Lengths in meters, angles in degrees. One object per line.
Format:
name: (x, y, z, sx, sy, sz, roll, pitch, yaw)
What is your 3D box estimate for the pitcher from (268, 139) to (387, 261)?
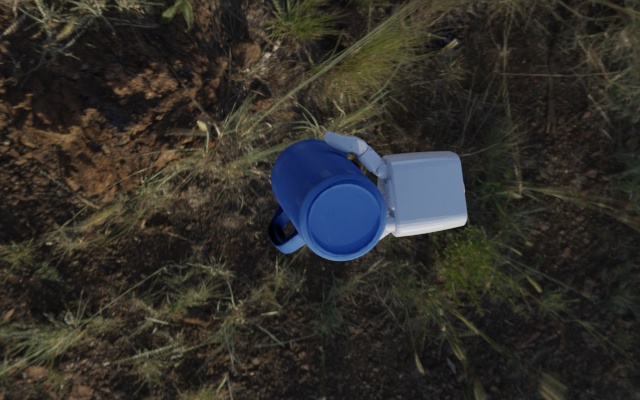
pitcher: (0.000, 0.002, 0.668, 0.145, 0.149, 0.242, -5, 15, -9)
